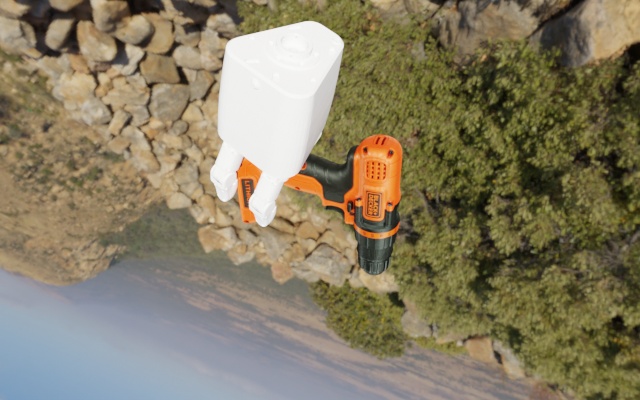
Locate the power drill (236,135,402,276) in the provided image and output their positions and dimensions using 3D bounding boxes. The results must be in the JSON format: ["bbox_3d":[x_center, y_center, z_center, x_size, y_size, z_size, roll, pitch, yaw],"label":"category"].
[{"bbox_3d":[0.000,0.002,0.558,0.187,0.185,0.057,8,35,13],"label":"power drill"}]
